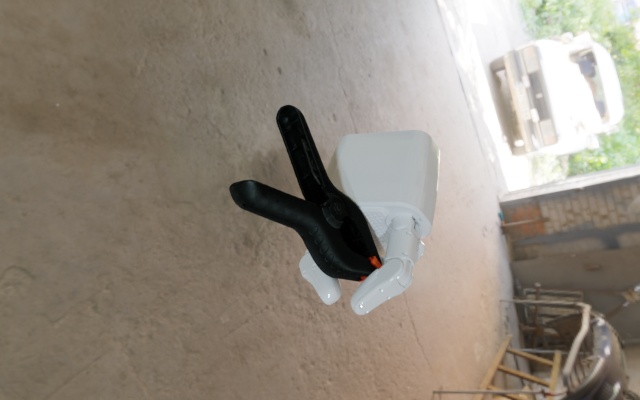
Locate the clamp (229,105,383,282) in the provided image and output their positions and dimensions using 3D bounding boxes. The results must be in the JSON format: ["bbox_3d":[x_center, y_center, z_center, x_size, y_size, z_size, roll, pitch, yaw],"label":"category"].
[{"bbox_3d":[0.001,0.001,0.412,0.039,0.120,0.171,-14,-47,36],"label":"clamp"}]
